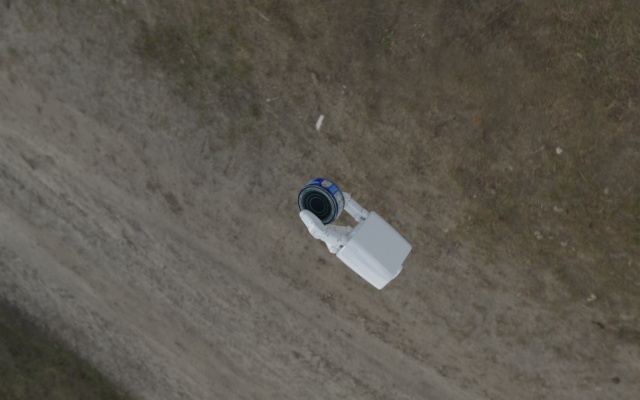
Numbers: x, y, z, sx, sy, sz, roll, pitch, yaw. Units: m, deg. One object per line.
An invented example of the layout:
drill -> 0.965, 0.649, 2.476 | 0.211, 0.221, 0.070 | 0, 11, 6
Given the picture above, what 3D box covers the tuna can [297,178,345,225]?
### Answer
tuna can -> 0.000, 0.003, 0.888 | 0.086, 0.086, 0.033 | 0, 25, 31
